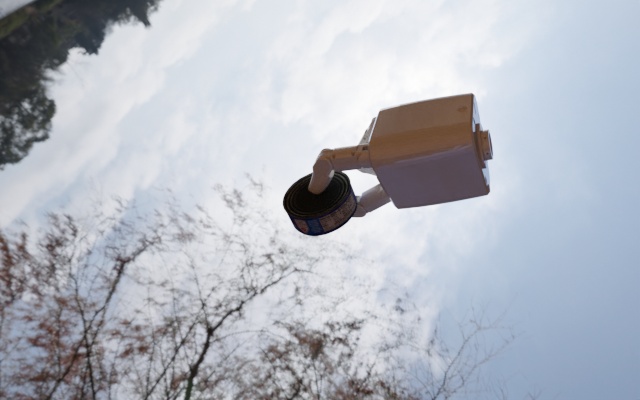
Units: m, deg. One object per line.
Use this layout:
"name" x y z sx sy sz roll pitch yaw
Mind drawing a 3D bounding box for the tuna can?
"tuna can" 0.000 0.002 0.574 0.086 0.034 0.086 -15 38 12
